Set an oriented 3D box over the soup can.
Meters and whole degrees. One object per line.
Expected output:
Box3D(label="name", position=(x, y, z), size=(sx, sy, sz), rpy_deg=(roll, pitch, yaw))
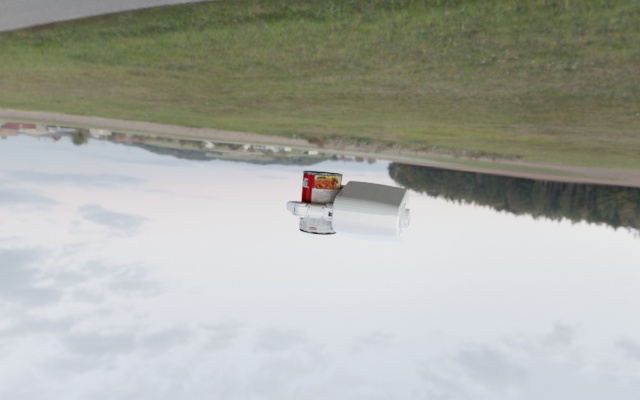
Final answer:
Box3D(label="soup can", position=(0.000, 0.003, 0.813), size=(0.068, 0.102, 0.068), rpy_deg=(5, 7, -1))
